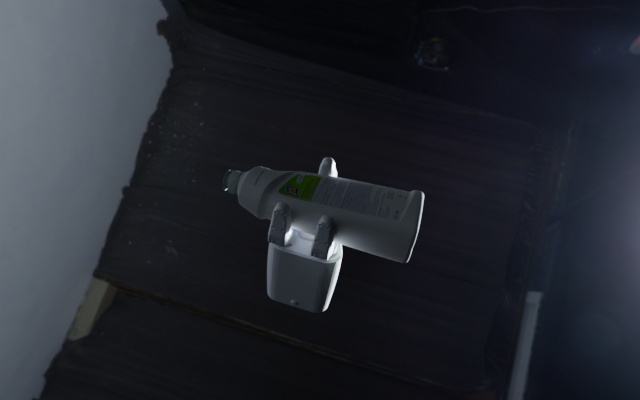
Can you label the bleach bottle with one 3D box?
[{"bbox_3d":[0.000,0.002,0.613,0.251,0.068,0.102,16,35,8],"label":"bleach bottle"}]
